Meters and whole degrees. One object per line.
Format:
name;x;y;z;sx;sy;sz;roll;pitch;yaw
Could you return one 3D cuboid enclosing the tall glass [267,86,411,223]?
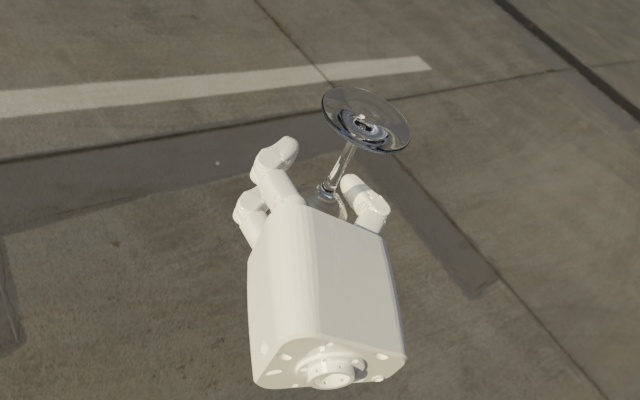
tall glass;0.000;0.001;0.428;0.079;0.079;0.201;0;-40;-27
